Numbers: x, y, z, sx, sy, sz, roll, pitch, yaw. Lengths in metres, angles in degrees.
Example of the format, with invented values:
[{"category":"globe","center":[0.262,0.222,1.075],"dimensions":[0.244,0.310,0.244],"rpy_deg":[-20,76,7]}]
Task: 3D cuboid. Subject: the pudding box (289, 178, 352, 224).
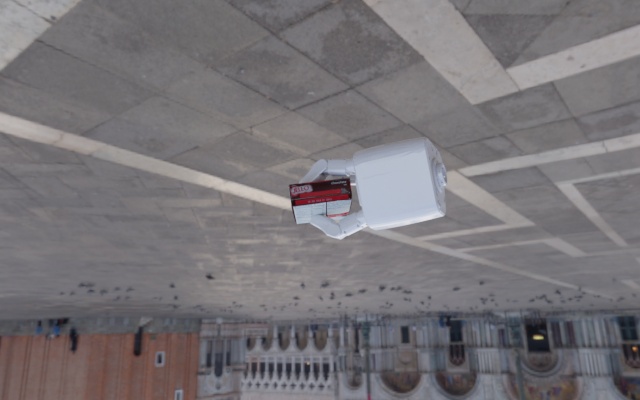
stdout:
[{"category":"pudding box","center":[0.000,0.003,0.730],"dimensions":[0.090,0.039,0.113],"rpy_deg":[-6,-18,-2]}]
